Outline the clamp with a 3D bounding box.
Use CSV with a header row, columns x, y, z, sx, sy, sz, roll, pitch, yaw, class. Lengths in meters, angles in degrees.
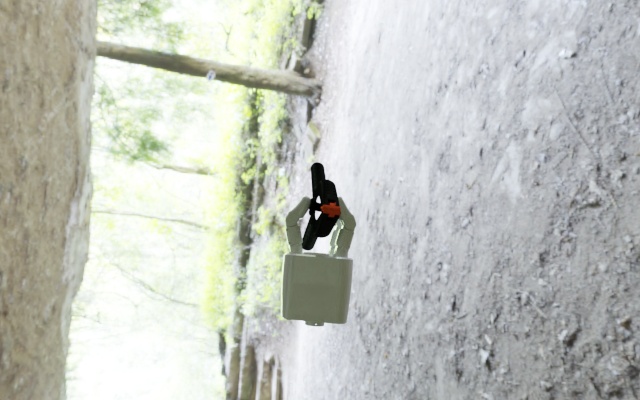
x,y,z,sx,sy,sz,roll,pitch,yaw,class
-0.001,0.003,0.805,0.036,0.164,0.210,6,-7,-10,clamp
